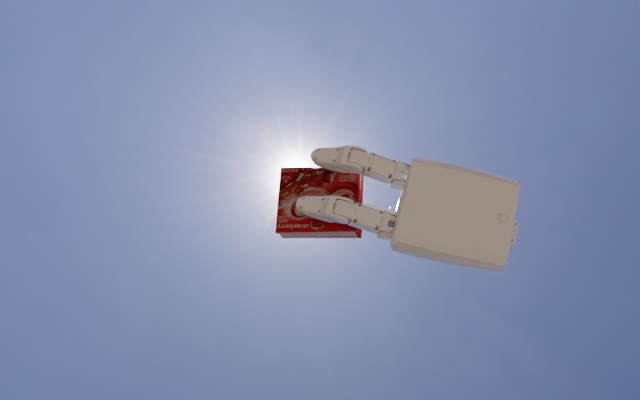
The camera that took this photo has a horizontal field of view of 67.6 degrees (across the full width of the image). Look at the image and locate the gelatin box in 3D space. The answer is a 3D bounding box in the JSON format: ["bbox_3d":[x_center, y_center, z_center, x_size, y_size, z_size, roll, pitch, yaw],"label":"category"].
[{"bbox_3d":[0.000,0.002,0.505,0.089,0.073,0.030,-1,-18,13],"label":"gelatin box"}]
